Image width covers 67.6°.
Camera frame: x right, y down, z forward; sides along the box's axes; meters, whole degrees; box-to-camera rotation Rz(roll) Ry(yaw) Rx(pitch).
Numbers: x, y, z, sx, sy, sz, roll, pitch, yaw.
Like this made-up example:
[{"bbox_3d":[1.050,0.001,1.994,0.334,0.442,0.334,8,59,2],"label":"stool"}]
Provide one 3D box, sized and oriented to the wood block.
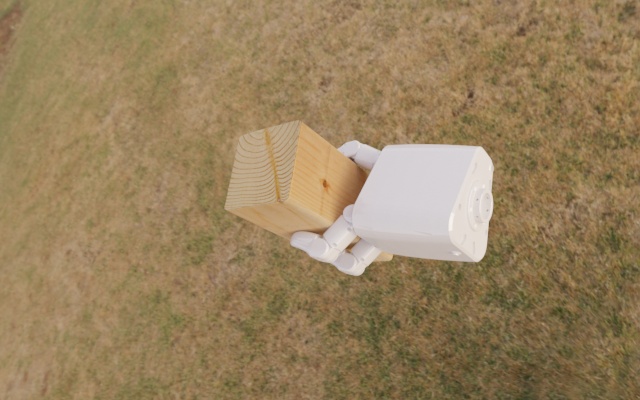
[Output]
[{"bbox_3d":[0.000,0.001,0.558,0.090,0.090,0.206,-8,-27,36],"label":"wood block"}]
